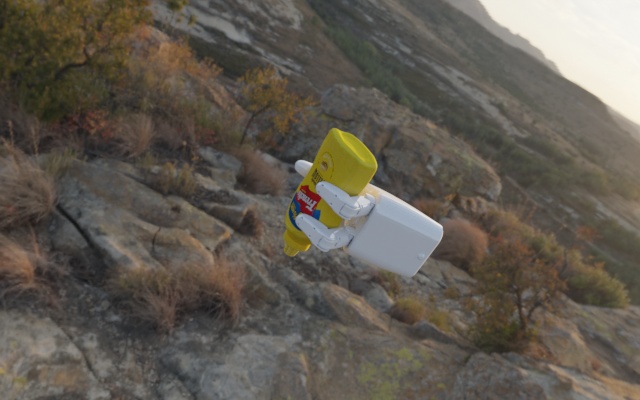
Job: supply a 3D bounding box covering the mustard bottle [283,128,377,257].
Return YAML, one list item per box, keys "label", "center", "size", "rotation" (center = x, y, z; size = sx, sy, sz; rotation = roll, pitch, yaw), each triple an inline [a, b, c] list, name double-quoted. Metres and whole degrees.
- label: "mustard bottle"
  center: [0.000, 0.002, 0.663]
  size: [0.058, 0.192, 0.096]
  rotation: [13, 30, -36]
